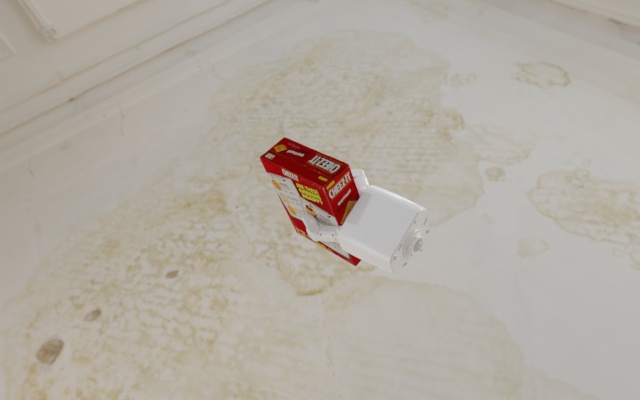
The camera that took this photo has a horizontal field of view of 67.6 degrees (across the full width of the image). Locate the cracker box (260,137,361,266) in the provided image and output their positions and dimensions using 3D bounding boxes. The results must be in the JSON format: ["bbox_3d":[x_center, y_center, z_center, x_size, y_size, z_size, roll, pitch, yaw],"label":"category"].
[{"bbox_3d":[0.000,0.003,0.863,0.164,0.214,0.072,26,61,39],"label":"cracker box"}]
